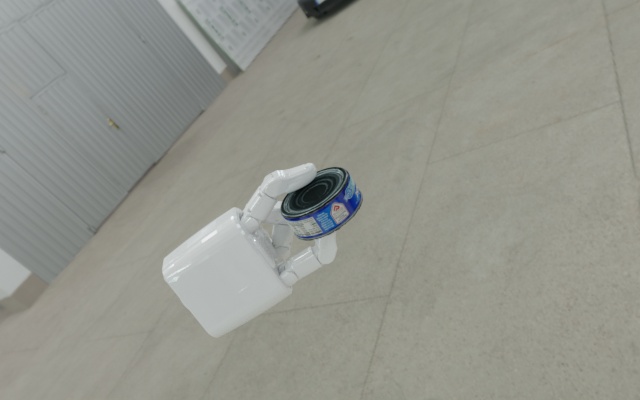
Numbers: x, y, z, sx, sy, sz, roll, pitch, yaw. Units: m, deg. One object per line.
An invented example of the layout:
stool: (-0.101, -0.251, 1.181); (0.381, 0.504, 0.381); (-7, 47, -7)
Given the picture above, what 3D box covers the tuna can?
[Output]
tuna can: (0.000, 0.001, 0.513); (0.086, 0.034, 0.086); (-26, 27, 14)
